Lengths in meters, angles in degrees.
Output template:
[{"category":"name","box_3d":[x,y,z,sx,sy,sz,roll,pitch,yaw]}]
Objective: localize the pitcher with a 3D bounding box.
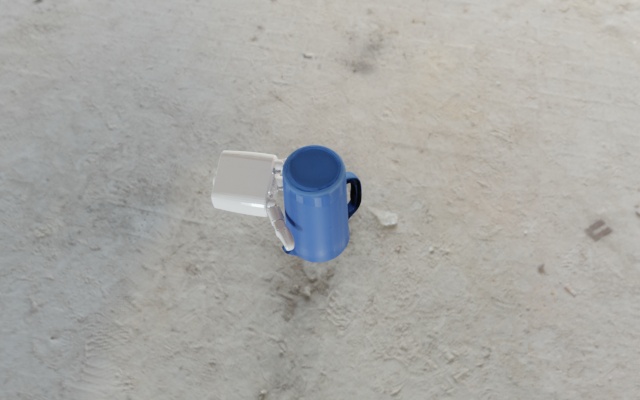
[{"category":"pitcher","box_3d":[0.000,0.003,0.900,0.145,0.149,0.243,9,-31,7]}]
